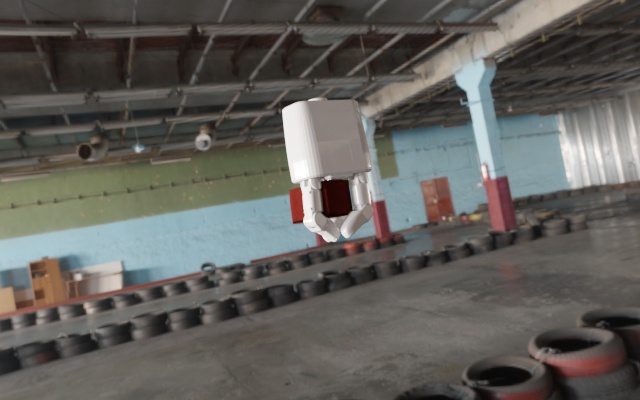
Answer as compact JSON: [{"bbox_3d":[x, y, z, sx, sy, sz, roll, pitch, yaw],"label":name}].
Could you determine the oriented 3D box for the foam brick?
[{"bbox_3d":[0.000,0.002,0.692,0.078,0.051,0.053,-13,-6,43],"label":"foam brick"}]
